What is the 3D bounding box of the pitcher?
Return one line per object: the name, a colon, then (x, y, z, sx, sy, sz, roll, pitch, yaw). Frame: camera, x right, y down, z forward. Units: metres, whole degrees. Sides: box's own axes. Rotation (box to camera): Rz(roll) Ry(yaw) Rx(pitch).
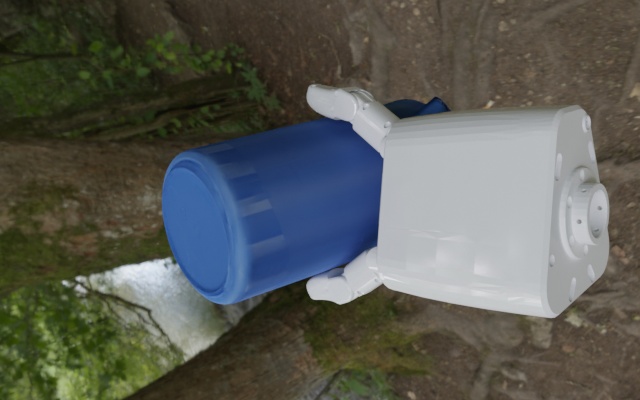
pitcher: (0.000, 0.001, 0.400, 0.243, 0.149, 0.145, -17, 15, -40)
